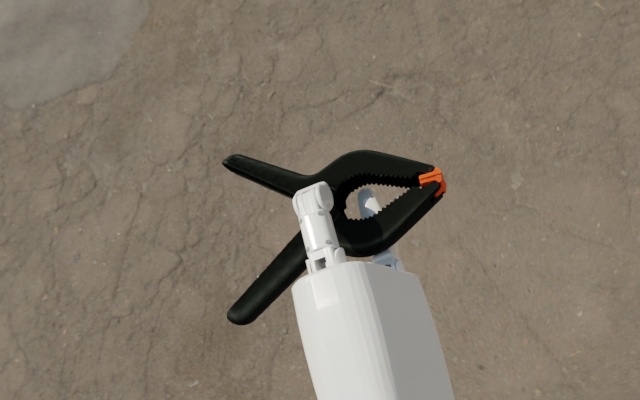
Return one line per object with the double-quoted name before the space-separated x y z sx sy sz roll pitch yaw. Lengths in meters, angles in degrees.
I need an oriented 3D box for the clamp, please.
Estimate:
"clamp" 0.000 0.001 0.418 0.210 0.164 0.036 -22 -26 14
